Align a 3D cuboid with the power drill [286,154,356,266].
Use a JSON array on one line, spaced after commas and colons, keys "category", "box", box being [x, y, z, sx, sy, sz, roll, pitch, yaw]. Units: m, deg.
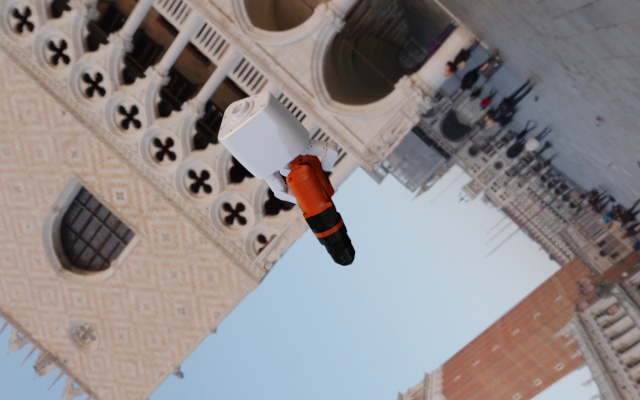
[{"category": "power drill", "box": [0.000, 0.002, 0.811, 0.057, 0.184, 0.187, -26, 22, 3]}]
